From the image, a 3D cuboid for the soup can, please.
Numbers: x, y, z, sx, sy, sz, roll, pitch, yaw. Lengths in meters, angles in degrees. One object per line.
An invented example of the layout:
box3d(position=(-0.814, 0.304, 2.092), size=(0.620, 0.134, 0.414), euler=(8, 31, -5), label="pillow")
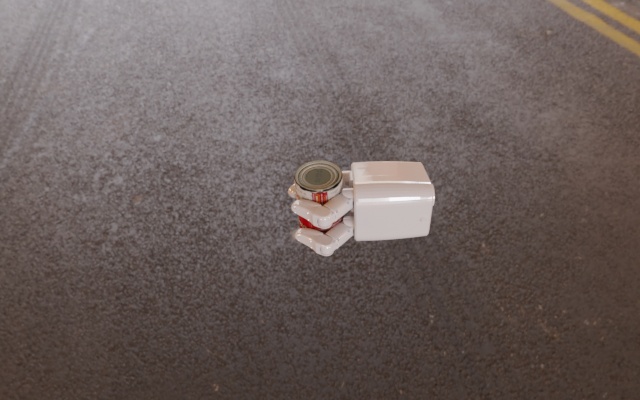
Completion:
box3d(position=(0.000, 0.002, 0.682), size=(0.068, 0.102, 0.068), euler=(-2, 43, 2), label="soup can")
